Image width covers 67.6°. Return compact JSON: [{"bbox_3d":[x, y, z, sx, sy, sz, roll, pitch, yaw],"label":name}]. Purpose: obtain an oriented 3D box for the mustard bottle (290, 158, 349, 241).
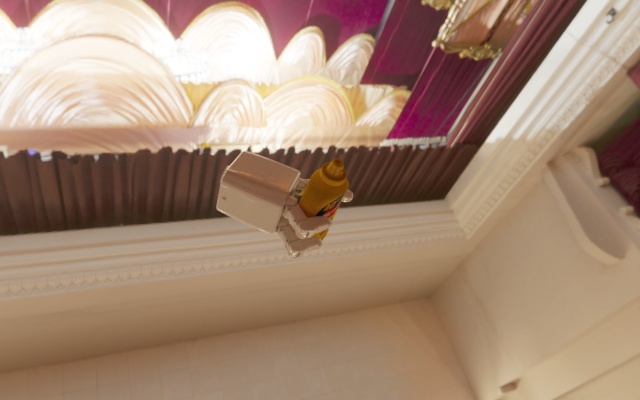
[{"bbox_3d":[0.000,0.003,0.780,0.058,0.192,0.096,41,49,16],"label":"mustard bottle"}]
